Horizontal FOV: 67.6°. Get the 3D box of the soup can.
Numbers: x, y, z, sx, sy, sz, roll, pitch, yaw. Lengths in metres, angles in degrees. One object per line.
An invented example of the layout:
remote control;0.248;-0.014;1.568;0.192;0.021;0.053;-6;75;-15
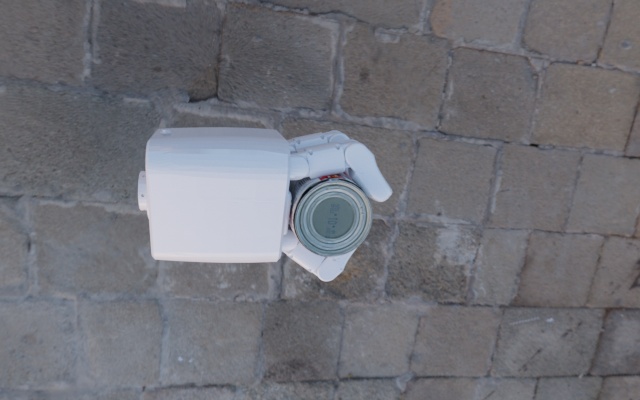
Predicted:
soup can;0.001;0.002;0.428;0.068;0.068;0.102;0;15;-13
